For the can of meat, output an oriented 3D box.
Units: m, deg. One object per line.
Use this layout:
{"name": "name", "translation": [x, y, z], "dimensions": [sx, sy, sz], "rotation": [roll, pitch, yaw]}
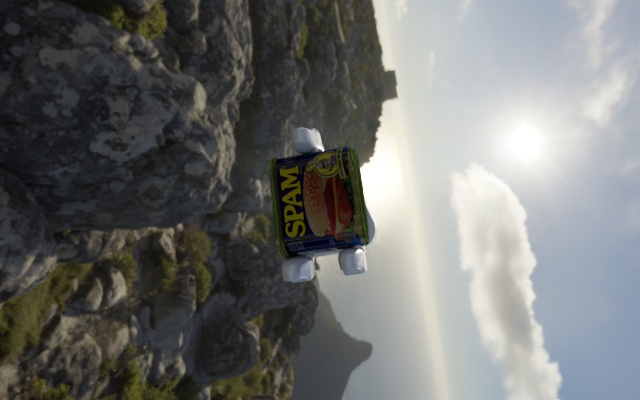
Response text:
{"name": "can of meat", "translation": [0.000, 0.001, 0.470], "dimensions": [0.084, 0.102, 0.057], "rotation": [-9, -13, 10]}
